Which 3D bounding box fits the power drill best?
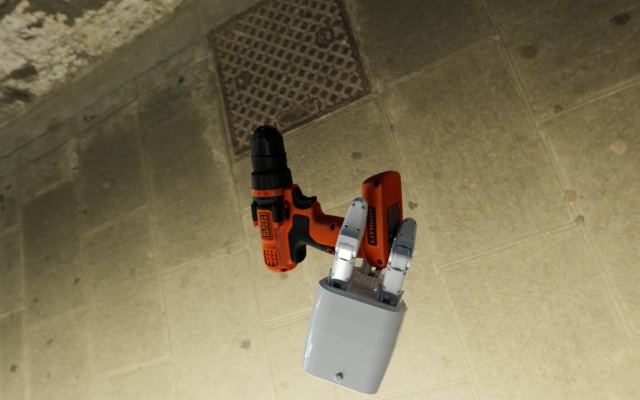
[{"bbox_3d":[0.000,0.002,0.555,0.187,0.184,0.057,3,17,34],"label":"power drill"}]
